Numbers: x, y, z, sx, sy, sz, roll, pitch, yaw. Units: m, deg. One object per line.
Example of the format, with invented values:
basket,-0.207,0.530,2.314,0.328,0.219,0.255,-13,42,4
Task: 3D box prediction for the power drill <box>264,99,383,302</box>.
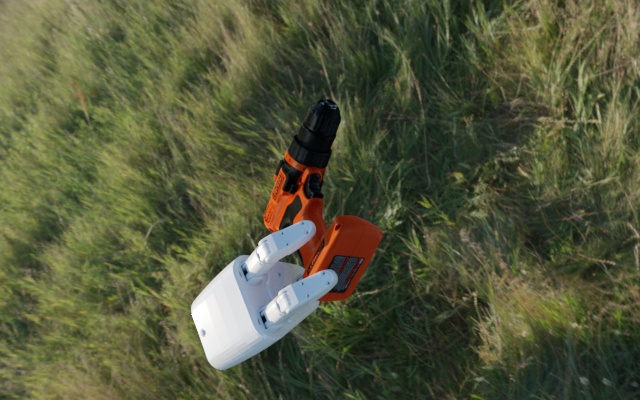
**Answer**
power drill,0.000,0.002,0.529,0.057,0.184,0.187,8,32,-26
